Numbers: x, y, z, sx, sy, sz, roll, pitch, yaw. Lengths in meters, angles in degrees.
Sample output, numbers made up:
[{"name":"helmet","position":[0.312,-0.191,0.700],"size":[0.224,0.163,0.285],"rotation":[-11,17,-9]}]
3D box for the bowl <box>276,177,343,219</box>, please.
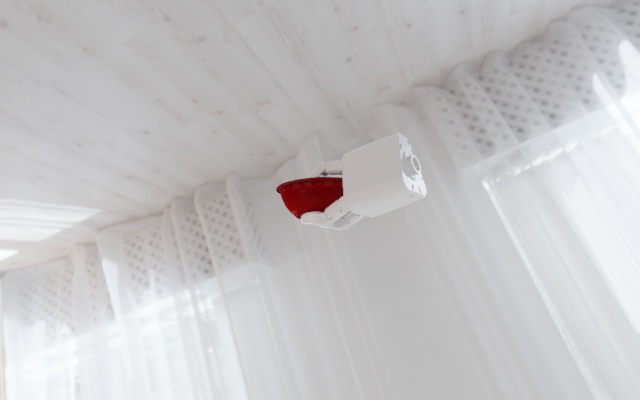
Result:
[{"name":"bowl","position":[-0.001,0.004,0.872],"size":[0.162,0.055,0.162],"rotation":[-2,-12,0]}]
